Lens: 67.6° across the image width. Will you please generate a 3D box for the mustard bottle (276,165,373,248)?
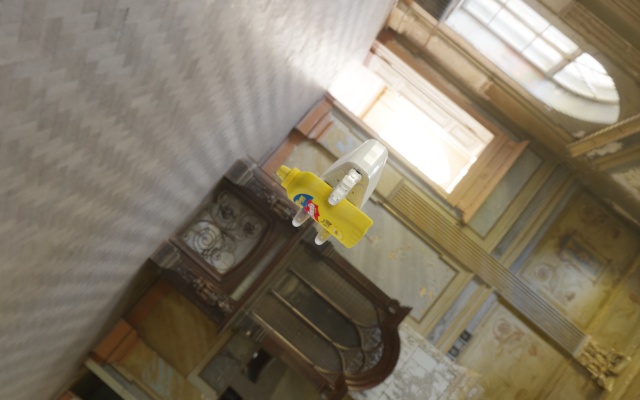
[{"bbox_3d":[0.000,0.003,0.858,0.191,0.058,0.096,40,-21,1],"label":"mustard bottle"}]
